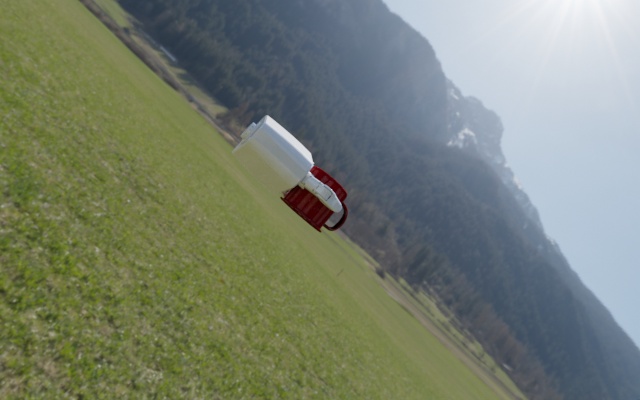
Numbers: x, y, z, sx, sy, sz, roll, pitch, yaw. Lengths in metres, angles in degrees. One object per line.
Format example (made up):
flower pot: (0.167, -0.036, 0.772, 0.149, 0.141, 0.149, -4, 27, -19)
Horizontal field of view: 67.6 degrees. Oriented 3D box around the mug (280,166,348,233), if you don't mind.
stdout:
mug: (0.001, 0.003, 0.826, 0.117, 0.081, 0.093, 42, -6, -17)
